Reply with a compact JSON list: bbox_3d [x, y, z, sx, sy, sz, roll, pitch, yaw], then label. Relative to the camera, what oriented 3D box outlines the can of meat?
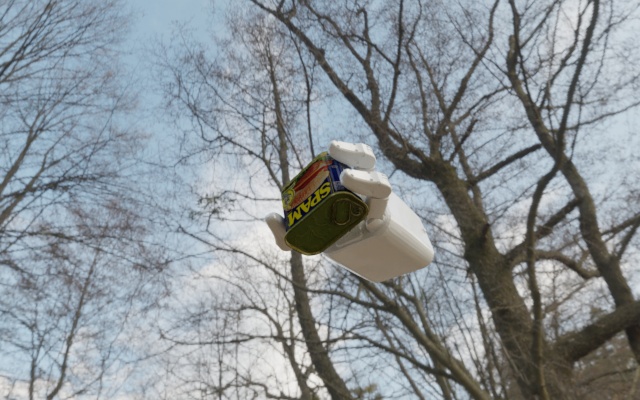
[{"bbox_3d":[0.000,0.002,0.572,0.102,0.083,0.057,-40,-53,23],"label":"can of meat"}]
